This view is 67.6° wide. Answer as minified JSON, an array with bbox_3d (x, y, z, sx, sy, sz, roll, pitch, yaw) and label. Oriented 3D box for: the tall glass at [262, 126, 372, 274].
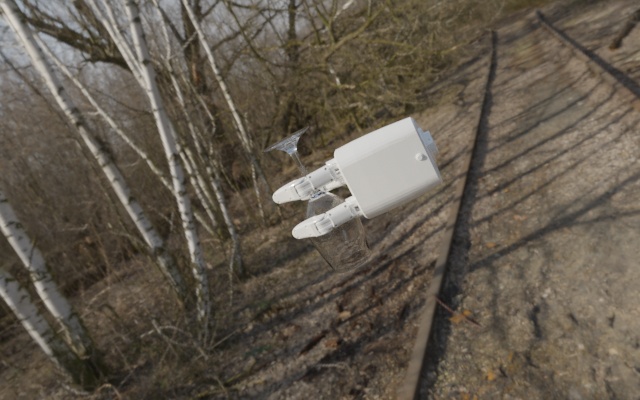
[{"bbox_3d":[0.000,0.002,0.665,0.079,0.201,0.079,-27,12,6],"label":"tall glass"}]
